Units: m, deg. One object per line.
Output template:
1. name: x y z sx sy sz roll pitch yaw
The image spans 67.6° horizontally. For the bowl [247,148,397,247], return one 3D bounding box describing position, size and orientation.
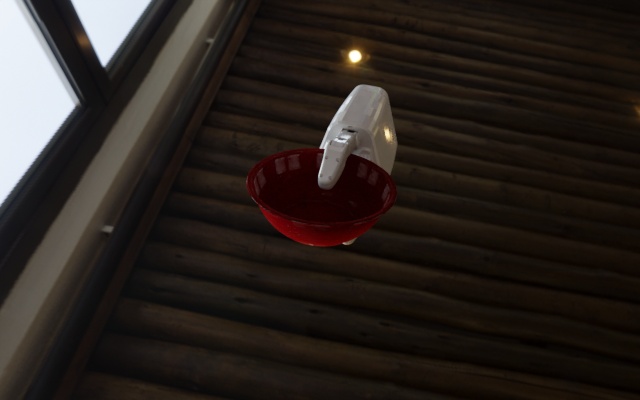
1. bowl: -0.001 0.003 0.527 0.162 0.055 0.162 4 32 -2
